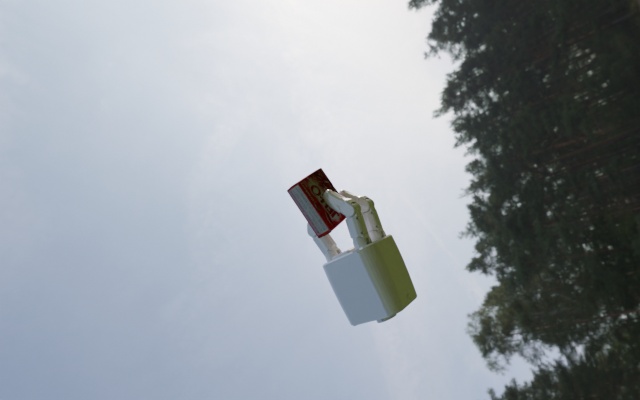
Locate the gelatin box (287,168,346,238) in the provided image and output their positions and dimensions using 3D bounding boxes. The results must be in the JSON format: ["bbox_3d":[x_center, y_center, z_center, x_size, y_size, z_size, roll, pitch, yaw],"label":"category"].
[{"bbox_3d":[0.000,0.002,0.728,0.030,0.089,0.073,-33,3,37],"label":"gelatin box"}]
